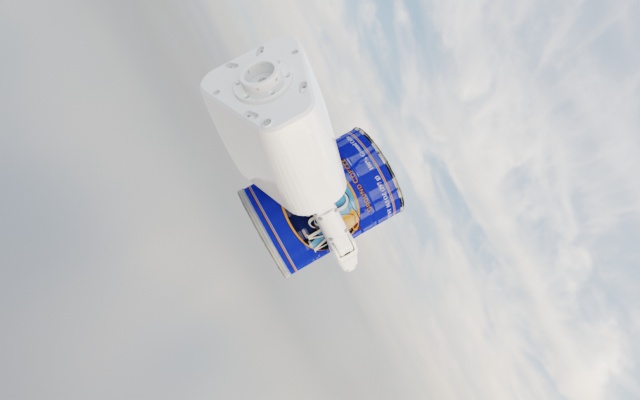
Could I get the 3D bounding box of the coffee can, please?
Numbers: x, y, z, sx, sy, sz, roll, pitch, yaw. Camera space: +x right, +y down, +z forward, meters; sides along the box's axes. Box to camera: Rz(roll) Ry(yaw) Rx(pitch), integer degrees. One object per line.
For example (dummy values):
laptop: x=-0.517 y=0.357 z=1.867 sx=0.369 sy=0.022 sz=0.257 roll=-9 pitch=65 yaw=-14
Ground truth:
coffee can: x=0.000 y=0.002 z=0.497 sx=0.140 sy=0.103 sz=0.103 roll=-29 pitch=3 yaw=-6
